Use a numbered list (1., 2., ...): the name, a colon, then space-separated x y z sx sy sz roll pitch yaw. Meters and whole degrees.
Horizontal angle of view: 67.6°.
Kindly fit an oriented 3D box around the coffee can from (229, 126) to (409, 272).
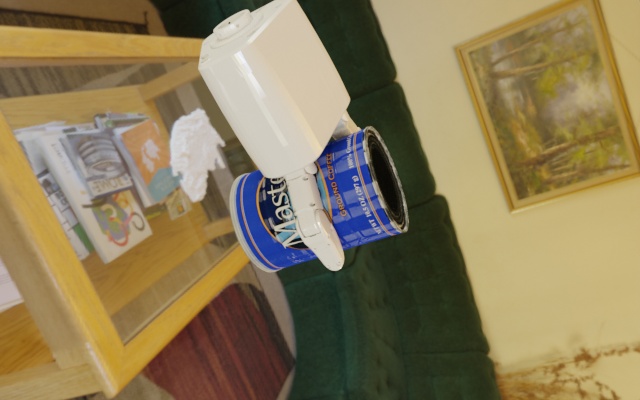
1. coffee can: 0.000 0.002 0.458 0.140 0.103 0.103 -19 -7 20
